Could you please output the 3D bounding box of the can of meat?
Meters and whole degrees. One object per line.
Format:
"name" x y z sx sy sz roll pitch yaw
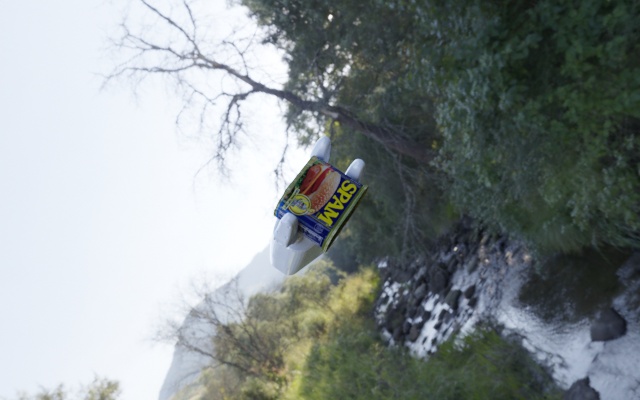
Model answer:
"can of meat" 0.000 0.002 0.621 0.084 0.102 0.057 33 -26 8
